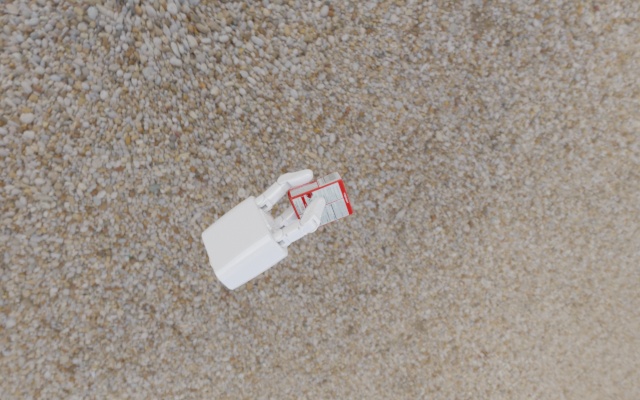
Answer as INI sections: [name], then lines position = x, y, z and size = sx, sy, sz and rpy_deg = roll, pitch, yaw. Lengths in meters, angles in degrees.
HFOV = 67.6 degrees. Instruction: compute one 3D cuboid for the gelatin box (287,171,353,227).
[gelatin box]
position = 0.001, 0.003, 0.766
size = 0.089, 0.073, 0.030
rpy_deg = -21, 35, 0
